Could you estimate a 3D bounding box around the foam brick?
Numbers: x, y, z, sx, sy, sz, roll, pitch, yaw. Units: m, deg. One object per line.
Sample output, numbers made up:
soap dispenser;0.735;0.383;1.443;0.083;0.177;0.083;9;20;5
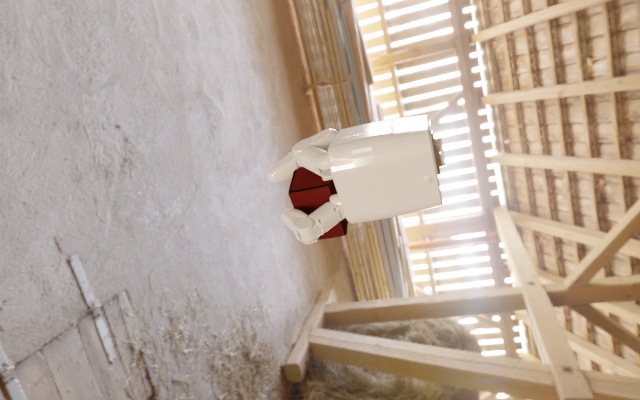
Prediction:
foam brick;0.000;0.002;0.575;0.051;0.078;0.053;-10;35;14
